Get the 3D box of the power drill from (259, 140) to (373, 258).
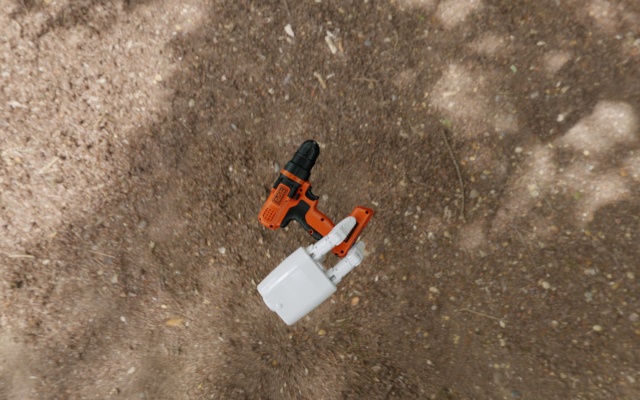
[{"bbox_3d":[0.000,0.003,0.883,0.187,0.184,0.057,31,5,13],"label":"power drill"}]
